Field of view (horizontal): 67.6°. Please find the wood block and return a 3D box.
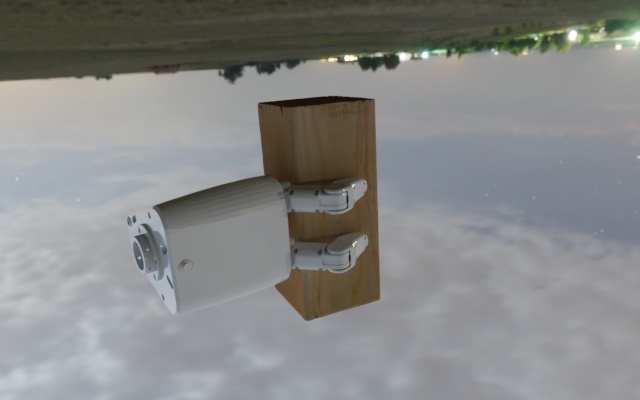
[{"bbox_3d":[0.000,0.002,0.490,0.090,0.206,0.091,-11,18,-24],"label":"wood block"}]
